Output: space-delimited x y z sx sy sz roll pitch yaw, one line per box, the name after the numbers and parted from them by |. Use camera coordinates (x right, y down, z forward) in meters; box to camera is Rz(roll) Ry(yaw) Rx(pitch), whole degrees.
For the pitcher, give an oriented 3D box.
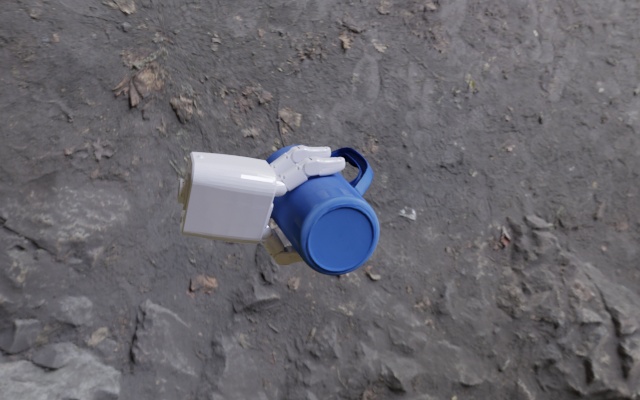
0.000 0.002 0.693 0.145 0.149 0.242 8 16 -20 | pitcher
